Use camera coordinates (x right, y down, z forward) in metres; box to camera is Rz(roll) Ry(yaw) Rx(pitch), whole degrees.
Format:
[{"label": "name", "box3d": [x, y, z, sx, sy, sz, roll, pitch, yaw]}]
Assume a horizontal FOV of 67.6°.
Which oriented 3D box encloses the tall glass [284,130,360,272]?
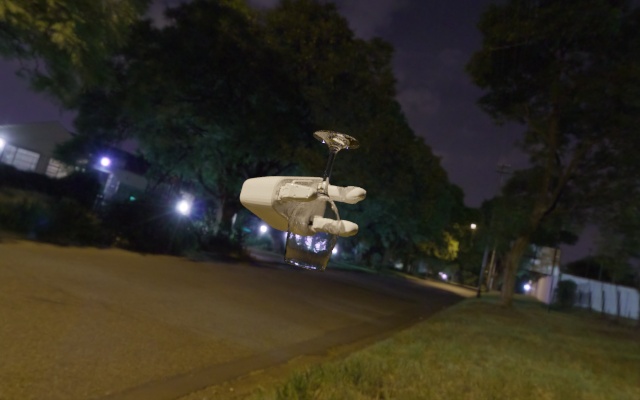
[{"label": "tall glass", "box3d": [0.000, 0.002, 0.713, 0.079, 0.201, 0.079, 14, -8, 2]}]
